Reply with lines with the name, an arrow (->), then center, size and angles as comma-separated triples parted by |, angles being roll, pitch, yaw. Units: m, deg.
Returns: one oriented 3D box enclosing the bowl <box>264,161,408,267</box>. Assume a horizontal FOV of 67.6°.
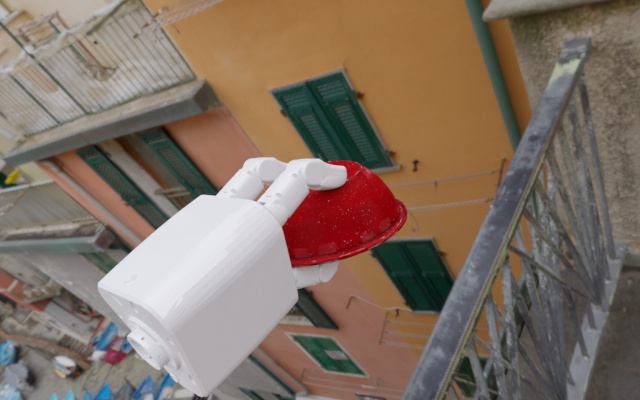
bowl -> 0.001, 0.001, 0.465 | 0.162, 0.055, 0.162 | -12, 19, 4
